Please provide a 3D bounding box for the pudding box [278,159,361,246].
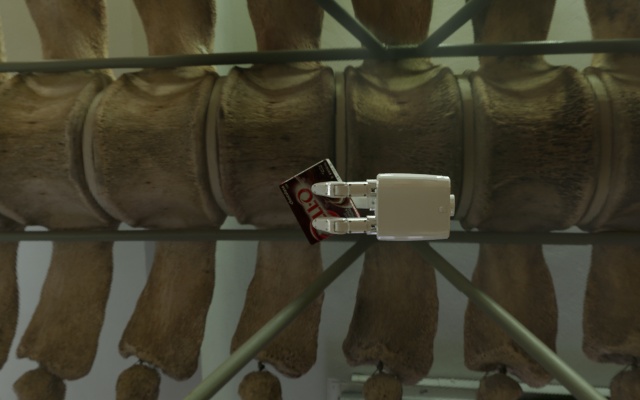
[{"bbox_3d":[0.000,0.002,0.761,0.090,0.113,0.039,-28,0,14],"label":"pudding box"}]
